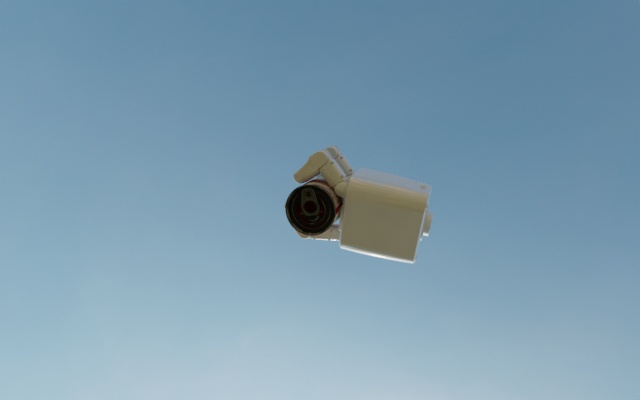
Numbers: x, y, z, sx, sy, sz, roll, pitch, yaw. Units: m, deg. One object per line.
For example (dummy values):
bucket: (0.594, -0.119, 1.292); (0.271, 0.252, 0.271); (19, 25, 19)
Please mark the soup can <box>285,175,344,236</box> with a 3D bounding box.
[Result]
soup can: (0.000, 0.002, 0.661); (0.068, 0.068, 0.102); (0, 12, 16)
